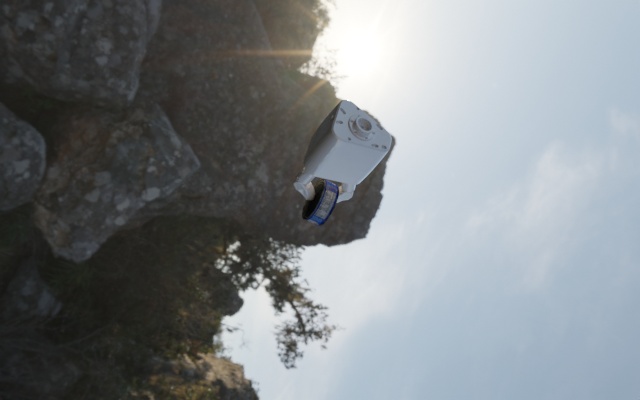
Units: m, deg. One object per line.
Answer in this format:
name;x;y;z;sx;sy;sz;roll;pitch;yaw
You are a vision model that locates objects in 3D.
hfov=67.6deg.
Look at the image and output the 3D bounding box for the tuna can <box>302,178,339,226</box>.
tuna can;0.001;0.003;0.895;0.034;0.086;0.086;25;-8;-17
